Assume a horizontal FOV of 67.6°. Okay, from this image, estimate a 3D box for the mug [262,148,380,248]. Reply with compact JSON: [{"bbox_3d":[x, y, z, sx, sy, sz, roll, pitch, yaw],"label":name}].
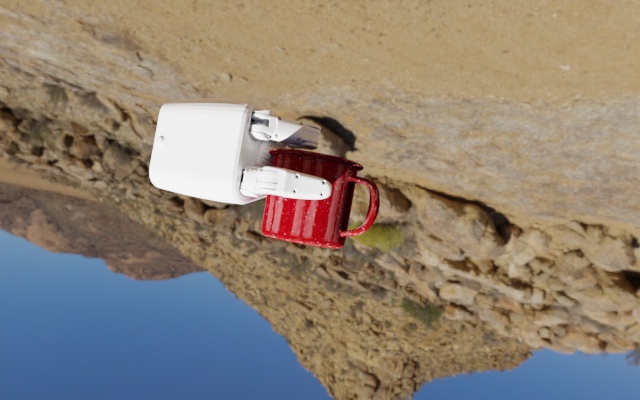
[{"bbox_3d":[0.001,0.002,0.454,0.117,0.081,0.093,8,-3,24],"label":"mug"}]
